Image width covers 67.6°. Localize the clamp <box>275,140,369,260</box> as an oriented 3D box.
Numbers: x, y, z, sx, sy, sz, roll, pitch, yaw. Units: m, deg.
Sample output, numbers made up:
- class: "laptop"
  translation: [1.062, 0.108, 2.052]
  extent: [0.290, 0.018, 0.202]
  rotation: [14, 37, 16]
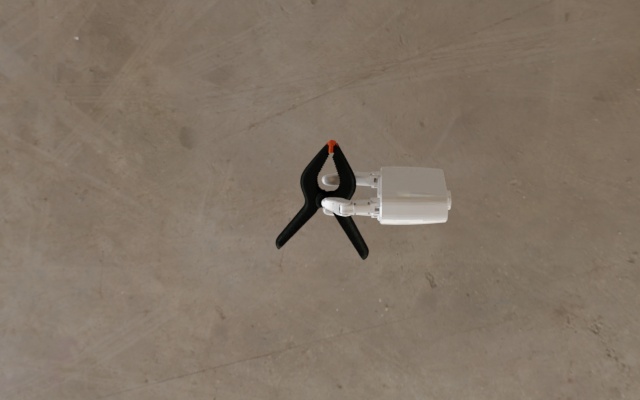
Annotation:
- class: "clamp"
  translation: [0.000, 0.002, 0.816]
  extent: [0.164, 0.210, 0.036]
  rotation: [0, 16, 5]
